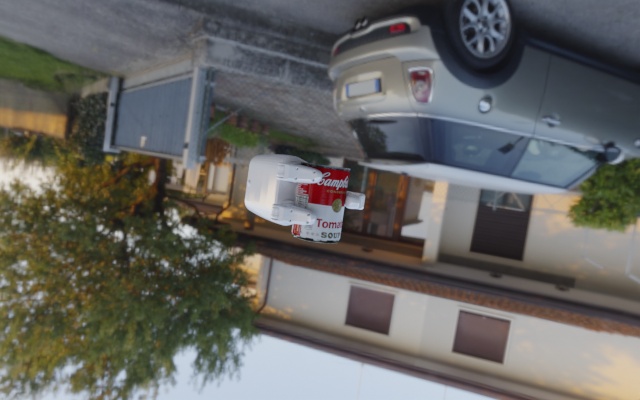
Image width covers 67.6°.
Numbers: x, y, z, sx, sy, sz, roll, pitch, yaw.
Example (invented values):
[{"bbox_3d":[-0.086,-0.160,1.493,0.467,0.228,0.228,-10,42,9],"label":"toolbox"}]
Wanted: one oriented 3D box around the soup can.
[{"bbox_3d":[0.000,0.003,0.651,0.068,0.102,0.068,8,4,-1],"label":"soup can"}]
